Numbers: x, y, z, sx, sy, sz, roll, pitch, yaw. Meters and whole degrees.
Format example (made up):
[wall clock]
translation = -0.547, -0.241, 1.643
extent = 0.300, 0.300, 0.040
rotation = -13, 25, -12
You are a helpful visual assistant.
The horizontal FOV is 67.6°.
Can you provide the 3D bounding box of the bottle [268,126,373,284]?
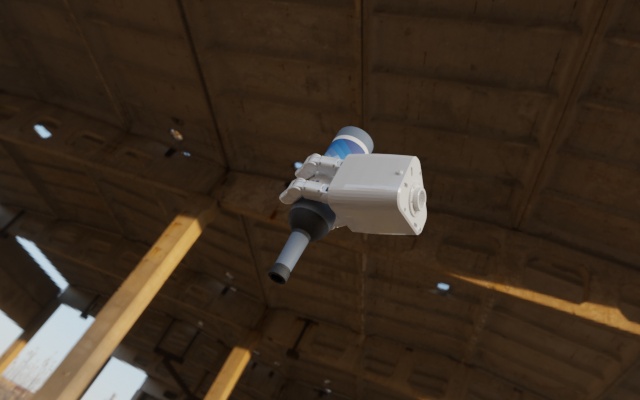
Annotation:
[bottle]
translation = 0.000, 0.002, 0.732
extent = 0.069, 0.295, 0.069
rotation = 19, -37, 15
